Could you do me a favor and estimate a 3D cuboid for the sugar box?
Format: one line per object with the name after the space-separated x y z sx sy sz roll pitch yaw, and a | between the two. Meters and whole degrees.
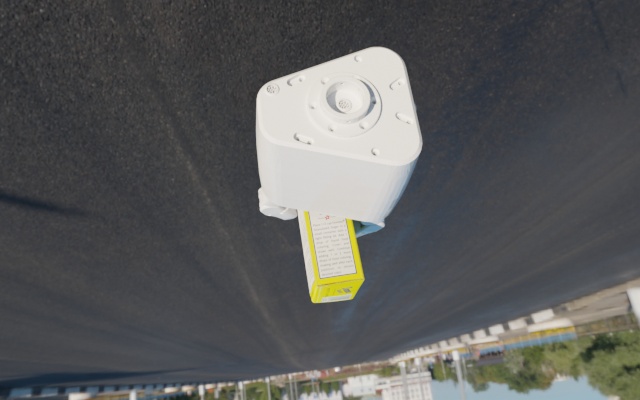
0.001 0.001 0.449 0.048 0.176 0.093 -6 -20 -6 | sugar box
